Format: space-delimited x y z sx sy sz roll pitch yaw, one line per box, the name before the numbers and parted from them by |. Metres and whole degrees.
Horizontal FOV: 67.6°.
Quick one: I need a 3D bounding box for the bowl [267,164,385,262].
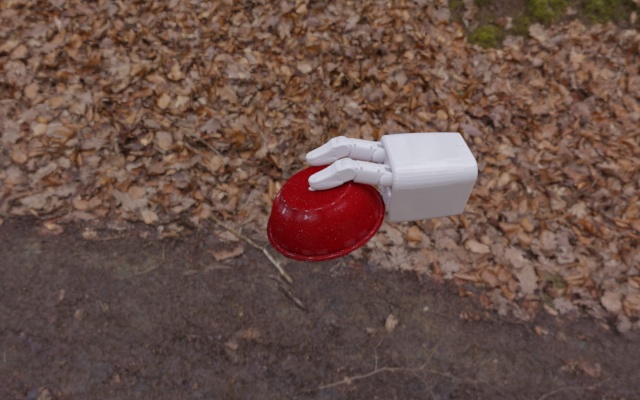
bowl | -0.001 0.002 0.618 0.162 0.055 0.162 -11 39 9
